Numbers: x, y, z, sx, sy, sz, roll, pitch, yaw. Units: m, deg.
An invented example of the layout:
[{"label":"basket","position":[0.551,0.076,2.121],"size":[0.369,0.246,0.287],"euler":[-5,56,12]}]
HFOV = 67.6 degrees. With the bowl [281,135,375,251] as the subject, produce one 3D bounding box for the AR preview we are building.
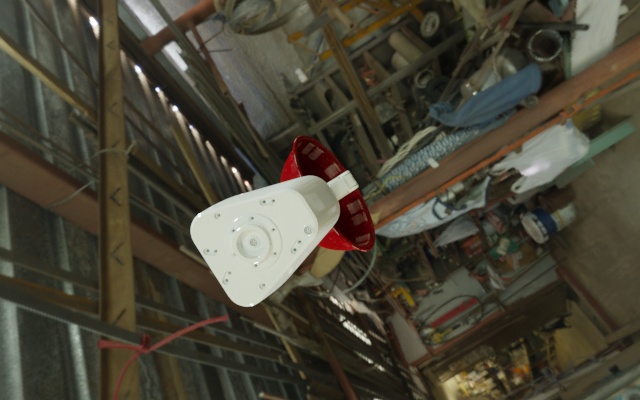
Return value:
[{"label":"bowl","position":[0.000,0.002,0.588],"size":[0.055,0.162,0.162],"euler":[-33,-13,22]}]
